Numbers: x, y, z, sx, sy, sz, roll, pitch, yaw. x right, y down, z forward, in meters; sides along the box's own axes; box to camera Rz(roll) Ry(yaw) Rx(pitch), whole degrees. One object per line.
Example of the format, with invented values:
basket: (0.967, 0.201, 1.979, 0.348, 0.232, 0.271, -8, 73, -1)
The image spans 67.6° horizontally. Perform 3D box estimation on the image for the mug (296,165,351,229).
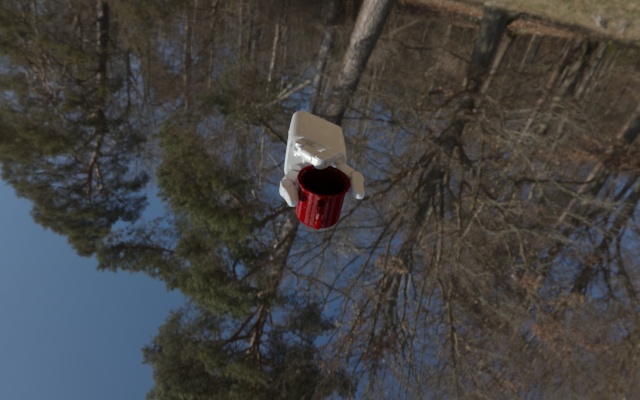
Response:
mug: (0.000, 0.004, 0.835, 0.093, 0.082, 0.117, 7, 39, -5)
